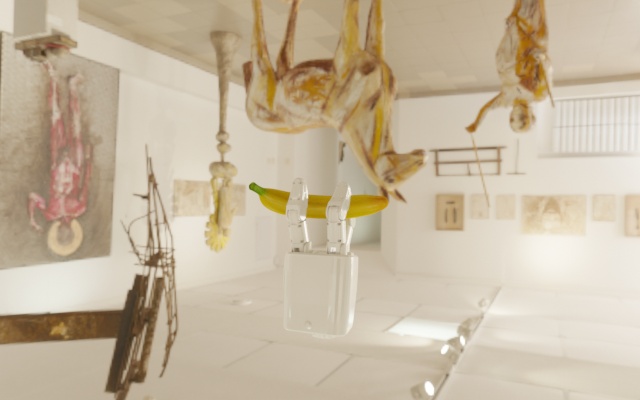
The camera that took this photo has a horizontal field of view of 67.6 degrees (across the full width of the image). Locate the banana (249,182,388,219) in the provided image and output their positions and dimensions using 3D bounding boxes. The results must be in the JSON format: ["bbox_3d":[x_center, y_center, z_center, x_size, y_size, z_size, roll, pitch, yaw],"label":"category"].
[{"bbox_3d":[-0.003,0.006,0.696,0.198,0.037,0.070,5,-12,3],"label":"banana"}]
